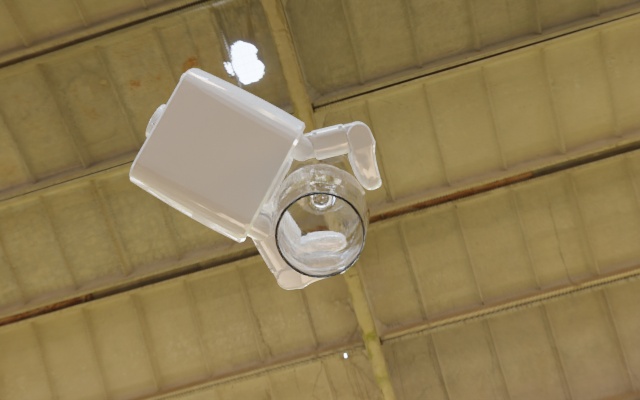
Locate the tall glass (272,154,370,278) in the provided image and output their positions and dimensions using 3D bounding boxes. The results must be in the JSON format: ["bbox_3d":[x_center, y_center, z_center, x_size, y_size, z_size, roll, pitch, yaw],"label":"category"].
[{"bbox_3d":[0.000,0.001,0.420,0.079,0.079,0.201,0,13,0],"label":"tall glass"}]
